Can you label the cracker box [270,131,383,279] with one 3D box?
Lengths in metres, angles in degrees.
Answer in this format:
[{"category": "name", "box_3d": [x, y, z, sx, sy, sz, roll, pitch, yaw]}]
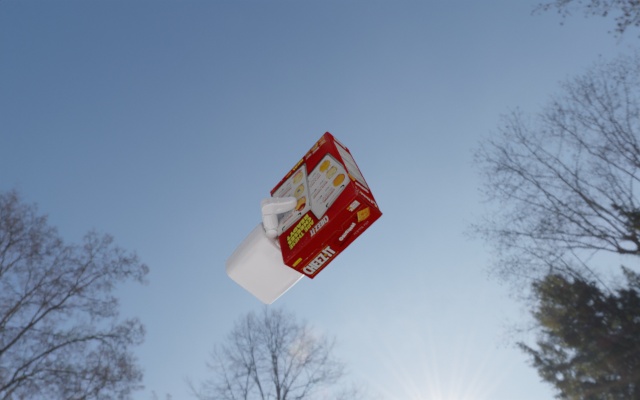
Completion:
[{"category": "cracker box", "box_3d": [0.000, 0.002, 0.811, 0.072, 0.164, 0.213, 35, 20, -31]}]
